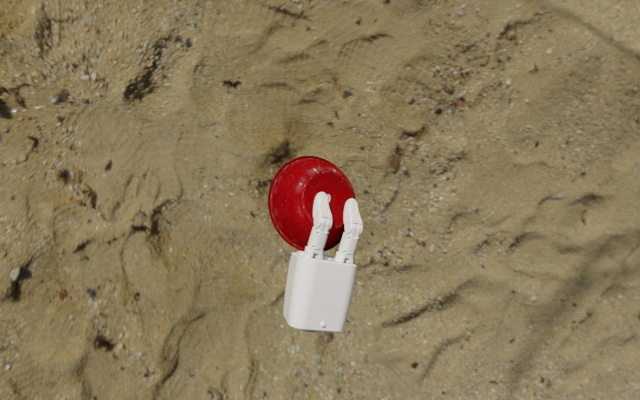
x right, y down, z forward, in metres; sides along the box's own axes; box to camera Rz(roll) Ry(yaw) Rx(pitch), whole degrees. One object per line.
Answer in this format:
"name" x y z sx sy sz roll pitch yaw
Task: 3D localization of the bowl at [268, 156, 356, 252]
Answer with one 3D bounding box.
"bowl" 0.000 0.001 0.765 0.162 0.162 0.055 0 -7 -29
